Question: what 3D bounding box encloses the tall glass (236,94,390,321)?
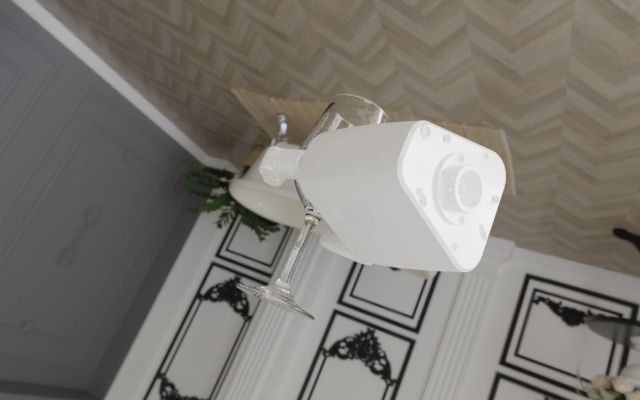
[{"bbox_3d":[0.000,0.002,0.439,0.079,0.201,0.079,22,-17,7],"label":"tall glass"}]
